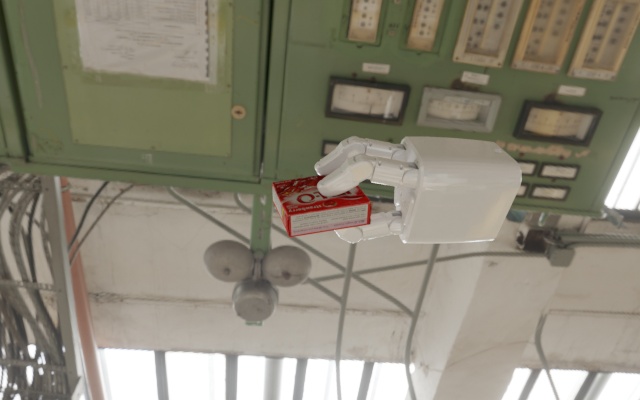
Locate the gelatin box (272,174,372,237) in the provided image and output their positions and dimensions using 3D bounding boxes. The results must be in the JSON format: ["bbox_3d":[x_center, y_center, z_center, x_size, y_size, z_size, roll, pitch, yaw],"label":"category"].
[{"bbox_3d":[0.000,0.002,0.501,0.089,0.030,0.073,-9,31,-14],"label":"gelatin box"}]
